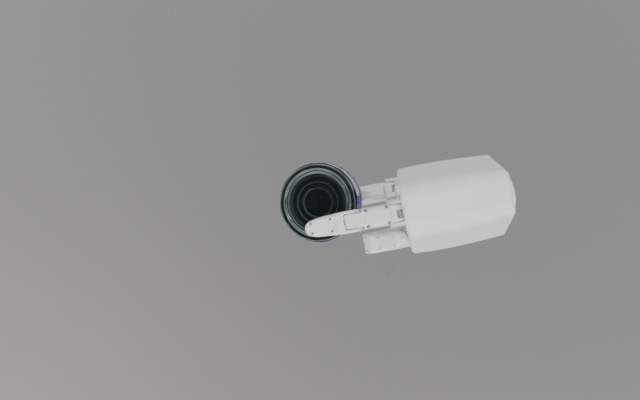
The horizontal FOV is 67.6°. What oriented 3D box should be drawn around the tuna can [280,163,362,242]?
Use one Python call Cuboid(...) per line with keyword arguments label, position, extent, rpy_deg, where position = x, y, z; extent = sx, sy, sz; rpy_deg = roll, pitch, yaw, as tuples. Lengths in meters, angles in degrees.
Cuboid(label="tuna can", position=(0.000, 0.002, 0.518), extent=(0.086, 0.086, 0.034), rpy_deg=(0, 3, 13))
